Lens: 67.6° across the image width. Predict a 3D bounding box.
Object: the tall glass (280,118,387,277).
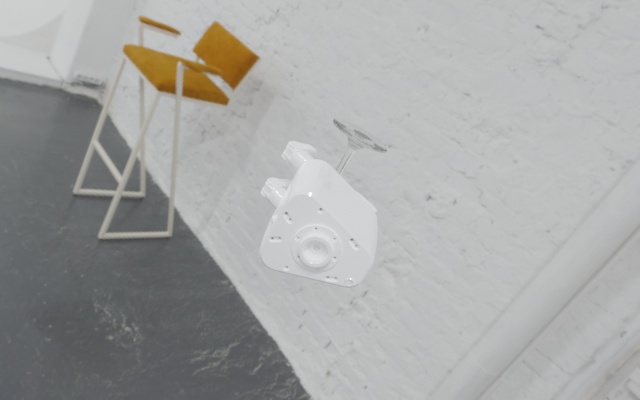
[{"bbox_3d":[0.000,0.001,0.603,0.079,0.201,0.079,27,21,-11],"label":"tall glass"}]
